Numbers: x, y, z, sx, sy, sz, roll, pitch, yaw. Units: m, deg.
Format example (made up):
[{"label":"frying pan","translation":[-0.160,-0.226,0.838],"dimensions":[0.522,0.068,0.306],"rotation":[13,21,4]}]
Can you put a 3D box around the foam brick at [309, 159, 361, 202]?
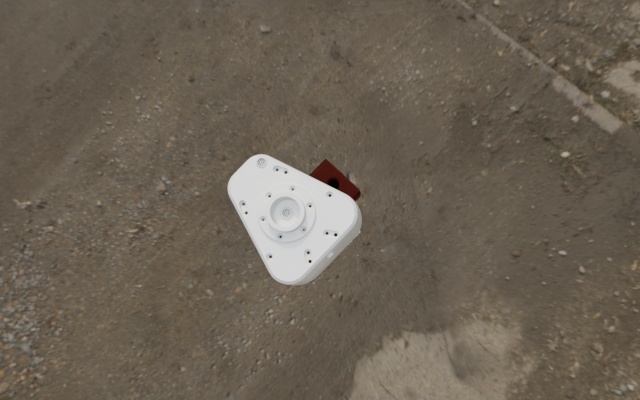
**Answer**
[{"label":"foam brick","translation":[0.000,0.001,0.526],"dimensions":[0.053,0.078,0.051],"rotation":[44,-2,8]}]
